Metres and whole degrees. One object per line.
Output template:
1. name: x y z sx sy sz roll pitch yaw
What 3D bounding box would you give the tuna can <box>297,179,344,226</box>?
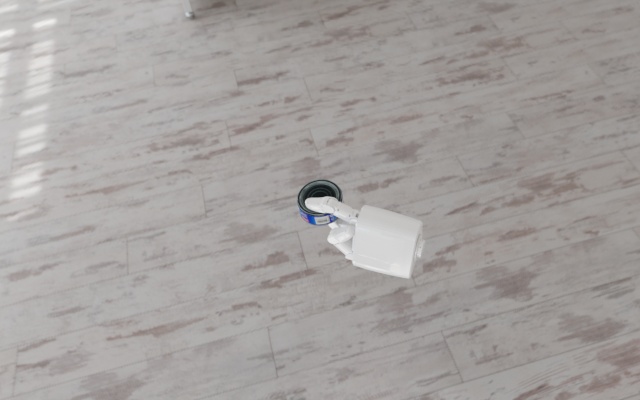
1. tuna can: 0.000 0.003 0.881 0.086 0.086 0.034 0 -37 11
